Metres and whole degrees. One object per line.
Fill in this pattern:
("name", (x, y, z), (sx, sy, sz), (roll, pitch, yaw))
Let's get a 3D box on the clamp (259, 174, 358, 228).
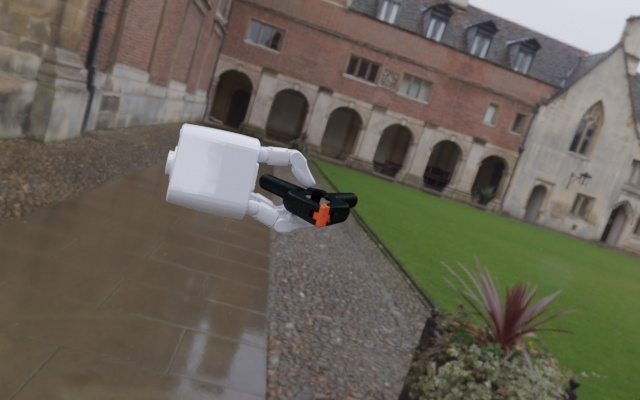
("clamp", (0.000, 0.002, 0.703), (0.164, 0.036, 0.210), (10, 10, -15))
